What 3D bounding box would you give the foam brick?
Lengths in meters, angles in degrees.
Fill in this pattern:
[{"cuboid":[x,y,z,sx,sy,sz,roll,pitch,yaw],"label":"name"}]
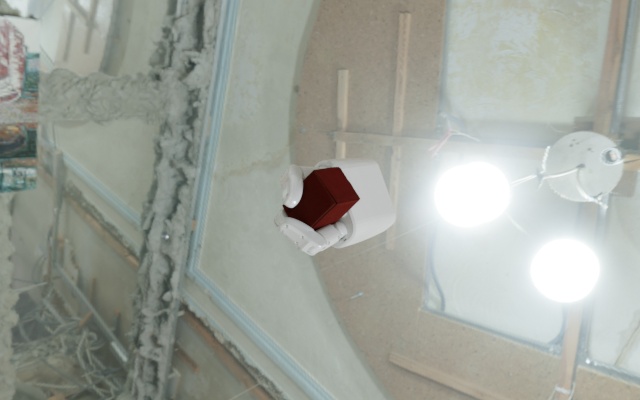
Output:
[{"cuboid":[0.000,0.002,0.599,0.051,0.053,0.078,-11,-27,-48],"label":"foam brick"}]
